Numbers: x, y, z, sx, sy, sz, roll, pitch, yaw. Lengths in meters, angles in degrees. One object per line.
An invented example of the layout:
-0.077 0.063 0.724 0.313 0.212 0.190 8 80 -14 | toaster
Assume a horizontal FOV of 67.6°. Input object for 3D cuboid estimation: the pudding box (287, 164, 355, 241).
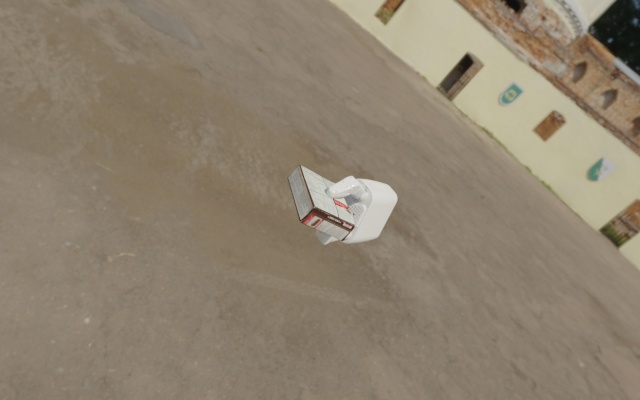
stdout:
0.000 0.002 0.763 0.090 0.039 0.113 25 27 -33 | pudding box
